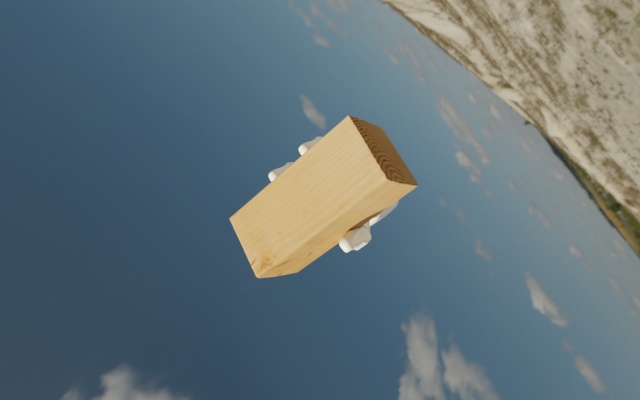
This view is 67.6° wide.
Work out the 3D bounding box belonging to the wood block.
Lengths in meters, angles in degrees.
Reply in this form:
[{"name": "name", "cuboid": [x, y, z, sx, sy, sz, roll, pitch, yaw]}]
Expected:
[{"name": "wood block", "cuboid": [0.000, 0.002, 0.582, 0.206, 0.090, 0.090, -39, -22, 25]}]
